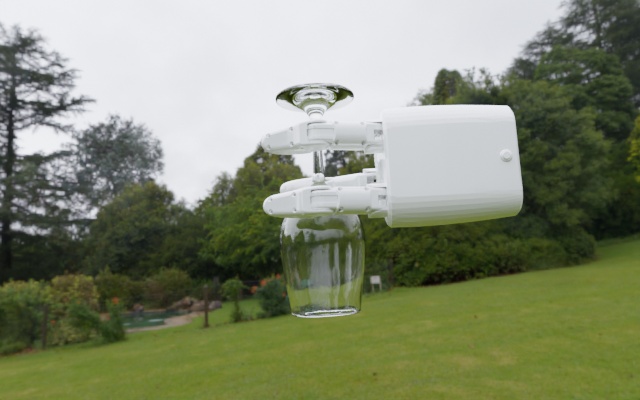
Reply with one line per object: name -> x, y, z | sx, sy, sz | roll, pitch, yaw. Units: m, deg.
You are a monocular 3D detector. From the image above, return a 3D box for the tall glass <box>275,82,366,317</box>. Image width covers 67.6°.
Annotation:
tall glass -> 0.000, 0.001, 0.436 | 0.079, 0.201, 0.079 | -3, -8, 0
